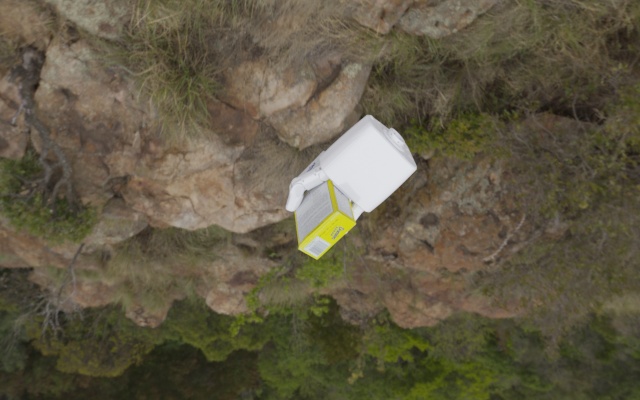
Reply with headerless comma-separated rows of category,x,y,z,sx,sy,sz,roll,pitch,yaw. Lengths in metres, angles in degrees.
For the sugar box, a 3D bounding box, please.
sugar box,0.001,0.003,0.782,0.048,0.093,0.176,35,26,-25
